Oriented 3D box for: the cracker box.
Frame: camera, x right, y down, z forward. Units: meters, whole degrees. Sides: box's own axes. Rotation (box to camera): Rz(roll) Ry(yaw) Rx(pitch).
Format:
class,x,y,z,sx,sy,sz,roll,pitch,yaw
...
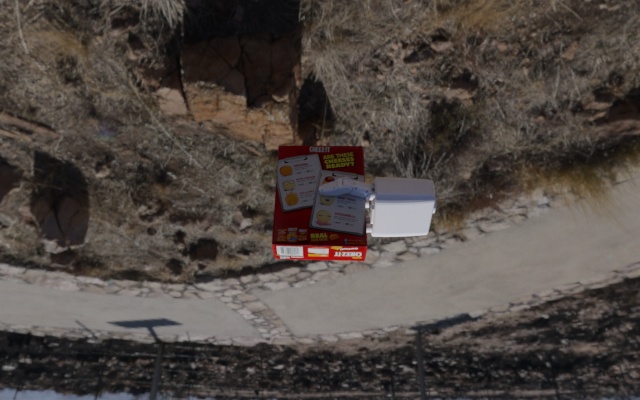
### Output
class,x,y,z,sx,sy,sz,roll,pitch,yaw
cracker box,0.000,0.003,0.879,0.164,0.213,0.072,1,-32,0
